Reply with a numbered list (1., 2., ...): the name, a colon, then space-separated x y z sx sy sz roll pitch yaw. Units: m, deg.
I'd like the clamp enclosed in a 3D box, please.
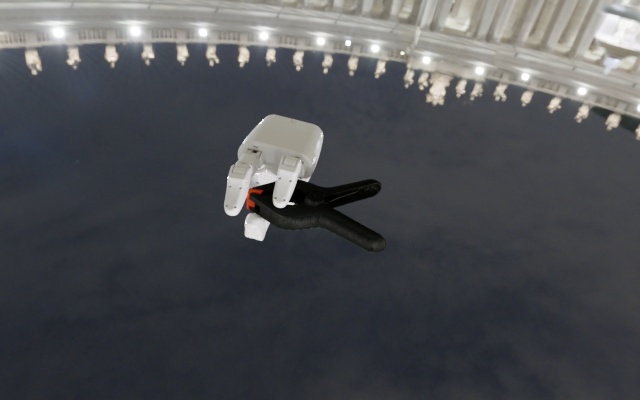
1. clamp: 0.000 0.002 0.581 0.171 0.039 0.120 14 34 3
